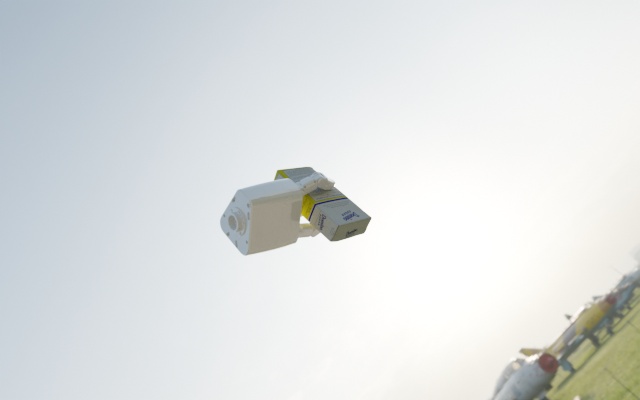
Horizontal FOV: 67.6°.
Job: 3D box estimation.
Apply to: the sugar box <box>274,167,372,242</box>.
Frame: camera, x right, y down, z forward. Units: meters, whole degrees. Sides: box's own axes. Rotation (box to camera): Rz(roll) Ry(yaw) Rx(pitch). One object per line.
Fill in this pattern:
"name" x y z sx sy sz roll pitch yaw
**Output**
"sugar box" 0.000 0.003 0.877 0.093 0.048 0.176 -10 45 -44
